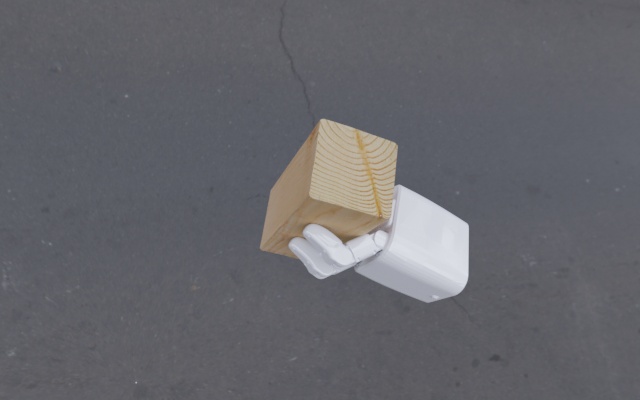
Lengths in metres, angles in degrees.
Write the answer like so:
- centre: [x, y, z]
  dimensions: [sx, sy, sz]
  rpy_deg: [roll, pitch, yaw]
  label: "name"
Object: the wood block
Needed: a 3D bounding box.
- centre: [0.001, 0.002, 0.565]
  dimensions: [0.090, 0.090, 0.206]
  rpy_deg: [16, -24, -15]
  label: "wood block"
